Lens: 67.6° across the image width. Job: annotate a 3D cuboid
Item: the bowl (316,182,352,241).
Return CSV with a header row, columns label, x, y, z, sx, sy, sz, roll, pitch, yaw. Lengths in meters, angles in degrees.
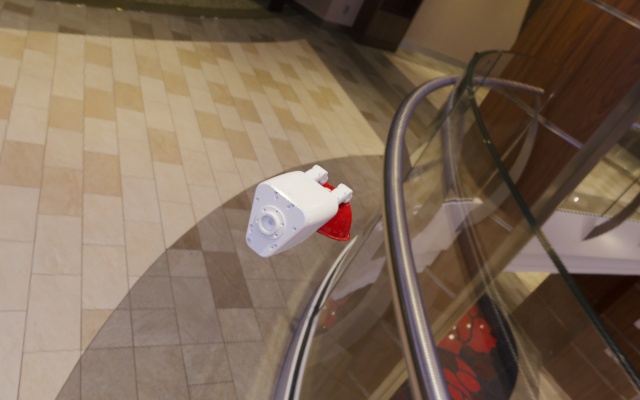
label,x,y,z,sx,sy,sz,roll,pitch,yaw
bowl,0.001,0.002,0.855,0.162,0.055,0.162,32,14,-9
